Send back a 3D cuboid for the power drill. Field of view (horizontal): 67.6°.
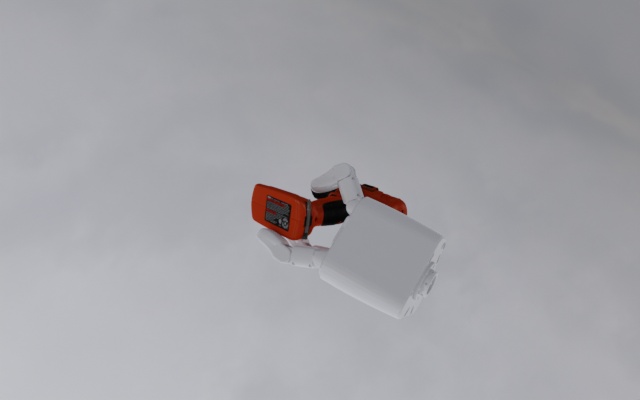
[{"bbox_3d":[0.000,0.002,0.671,0.187,0.057,0.184,-7,17,-41],"label":"power drill"}]
